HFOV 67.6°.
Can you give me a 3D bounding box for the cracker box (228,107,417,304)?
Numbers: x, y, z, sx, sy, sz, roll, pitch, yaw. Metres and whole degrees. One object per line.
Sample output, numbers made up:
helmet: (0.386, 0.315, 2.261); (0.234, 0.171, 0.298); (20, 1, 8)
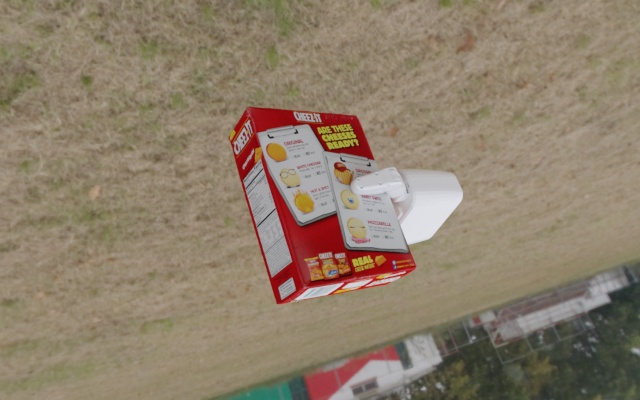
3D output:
cracker box: (0.000, 0.002, 0.558); (0.164, 0.213, 0.072); (-3, -26, -37)
